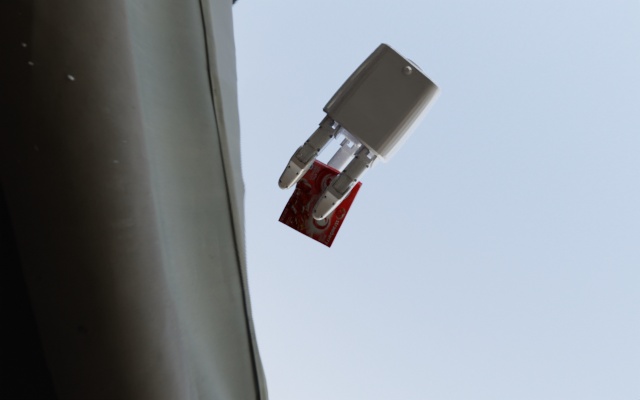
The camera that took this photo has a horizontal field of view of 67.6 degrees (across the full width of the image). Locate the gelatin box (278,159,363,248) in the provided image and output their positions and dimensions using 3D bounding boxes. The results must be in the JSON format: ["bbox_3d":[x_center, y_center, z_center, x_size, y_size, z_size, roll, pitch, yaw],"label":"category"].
[{"bbox_3d":[0.000,0.002,0.585,0.073,0.089,0.030,27,10,4],"label":"gelatin box"}]
